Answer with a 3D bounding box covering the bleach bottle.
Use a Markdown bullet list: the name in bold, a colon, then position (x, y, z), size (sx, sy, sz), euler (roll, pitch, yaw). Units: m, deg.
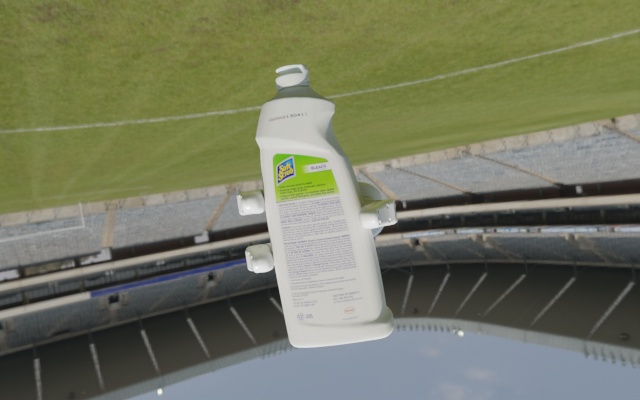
- **bleach bottle**: position (0.000, 0.002, 0.442), size (0.102, 0.251, 0.068), euler (-8, 2, 3)
